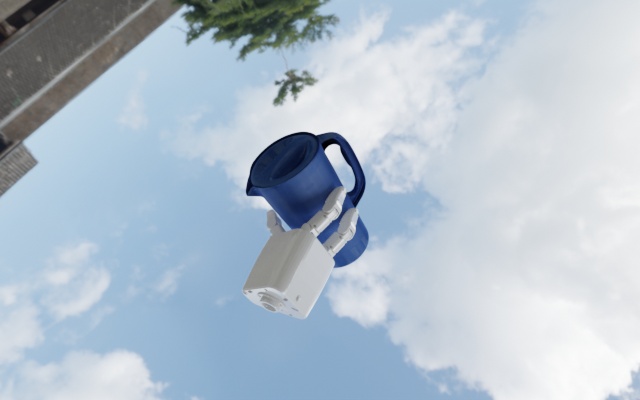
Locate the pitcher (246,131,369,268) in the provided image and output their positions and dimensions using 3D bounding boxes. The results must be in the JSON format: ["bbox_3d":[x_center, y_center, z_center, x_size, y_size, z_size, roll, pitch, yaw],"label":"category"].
[{"bbox_3d":[0.000,0.003,0.838,0.149,0.145,0.243,-3,-43,36],"label":"pitcher"}]
